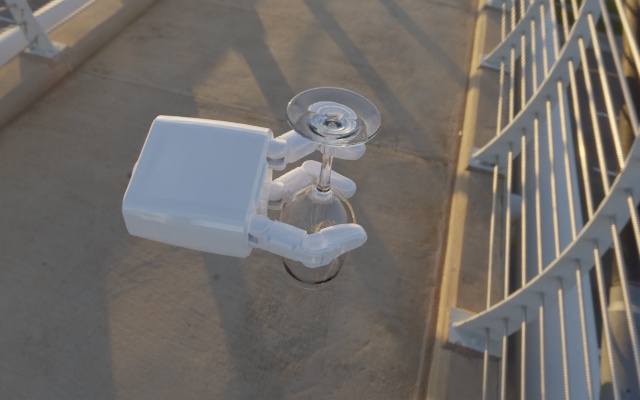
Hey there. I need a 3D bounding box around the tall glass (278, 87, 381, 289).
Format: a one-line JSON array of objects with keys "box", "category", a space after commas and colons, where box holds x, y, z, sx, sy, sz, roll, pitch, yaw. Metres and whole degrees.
[{"box": [0.000, 0.001, 0.440, 0.079, 0.079, 0.201, 0, -43, -8], "category": "tall glass"}]
